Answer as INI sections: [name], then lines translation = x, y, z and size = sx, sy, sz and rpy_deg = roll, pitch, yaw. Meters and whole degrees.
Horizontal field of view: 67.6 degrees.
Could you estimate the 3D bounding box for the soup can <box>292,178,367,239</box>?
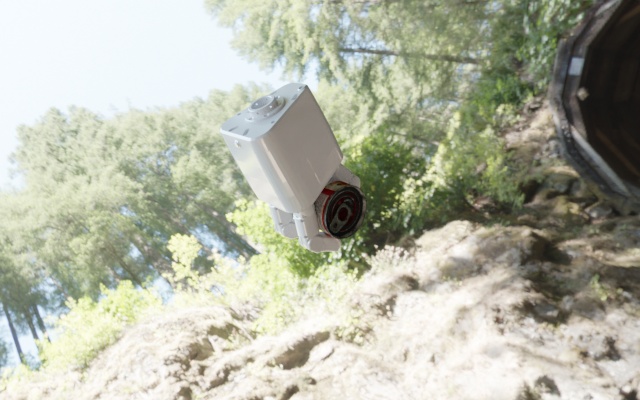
[soup can]
translation = 0.000, 0.002, 0.614
size = 0.068, 0.068, 0.102
rpy_deg = 0, 14, -41
